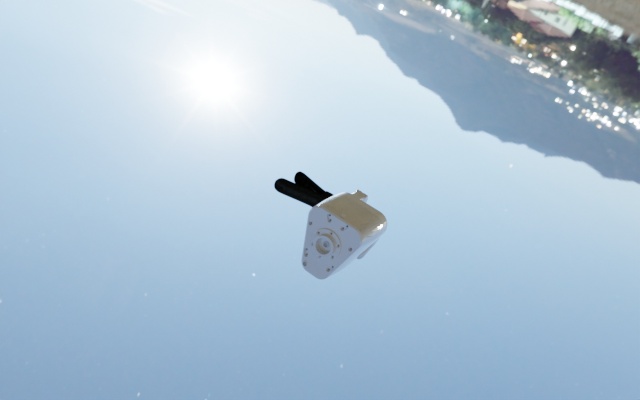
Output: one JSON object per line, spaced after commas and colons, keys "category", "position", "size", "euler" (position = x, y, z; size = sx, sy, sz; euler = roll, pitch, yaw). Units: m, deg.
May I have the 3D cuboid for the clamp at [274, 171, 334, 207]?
{"category": "clamp", "position": [0.000, 0.003, 0.827], "size": [0.171, 0.039, 0.120], "euler": [33, 22, 17]}
